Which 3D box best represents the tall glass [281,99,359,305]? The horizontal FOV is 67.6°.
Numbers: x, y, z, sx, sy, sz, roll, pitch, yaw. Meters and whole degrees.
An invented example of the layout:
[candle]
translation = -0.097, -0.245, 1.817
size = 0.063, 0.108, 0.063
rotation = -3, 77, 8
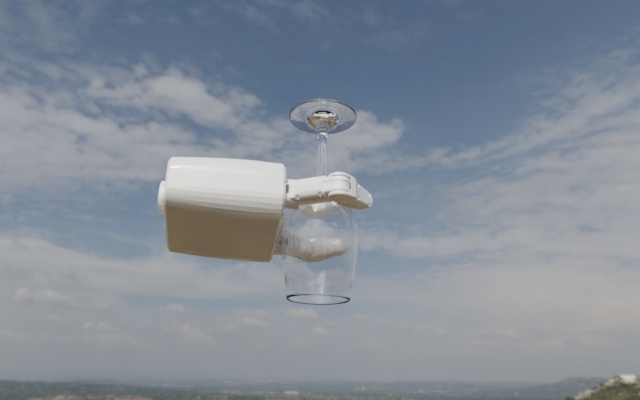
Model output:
[tall glass]
translation = 0.000, 0.001, 0.489
size = 0.079, 0.201, 0.079
rotation = 1, -20, 0
